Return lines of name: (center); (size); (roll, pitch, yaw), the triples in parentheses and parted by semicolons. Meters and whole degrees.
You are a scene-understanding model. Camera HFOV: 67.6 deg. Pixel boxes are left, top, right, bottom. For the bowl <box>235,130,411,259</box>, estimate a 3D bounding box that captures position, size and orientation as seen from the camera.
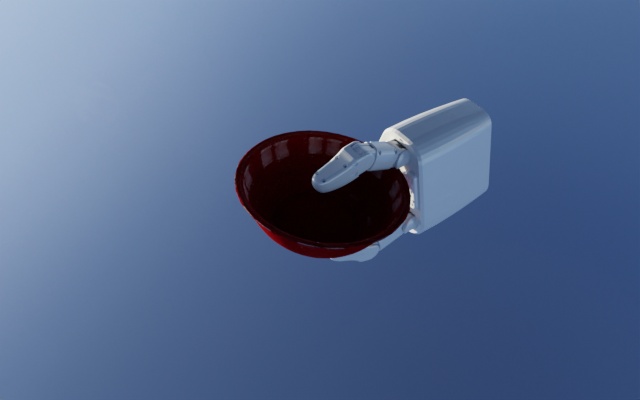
bowl: (-0.001, 0.002, 0.453); (0.162, 0.055, 0.162); (6, 42, -5)
